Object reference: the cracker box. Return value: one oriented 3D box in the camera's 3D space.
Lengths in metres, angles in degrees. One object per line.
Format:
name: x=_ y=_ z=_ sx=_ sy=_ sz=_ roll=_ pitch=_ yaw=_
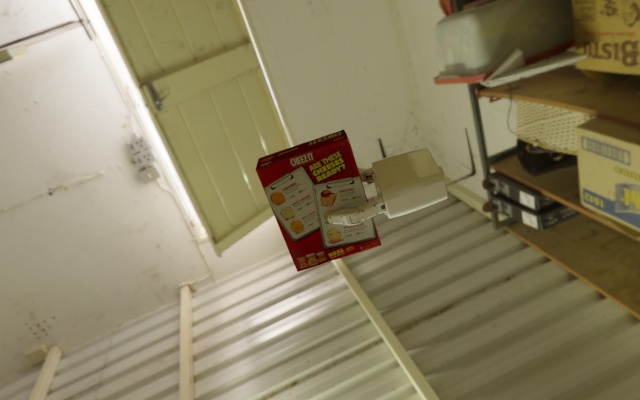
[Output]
cracker box: x=0.000 y=0.003 z=0.850 sx=0.164 sy=0.214 sz=0.072 roll=-18 pitch=23 yaw=4
